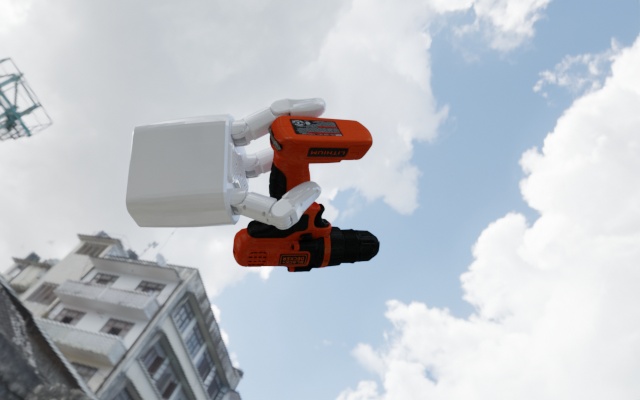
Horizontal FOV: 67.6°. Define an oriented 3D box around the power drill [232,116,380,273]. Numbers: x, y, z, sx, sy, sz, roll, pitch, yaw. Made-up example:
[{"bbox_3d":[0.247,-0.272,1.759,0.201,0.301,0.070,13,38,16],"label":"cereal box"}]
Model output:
[{"bbox_3d":[0.000,0.001,0.542,0.184,0.188,0.057,0,34,-20],"label":"power drill"}]
